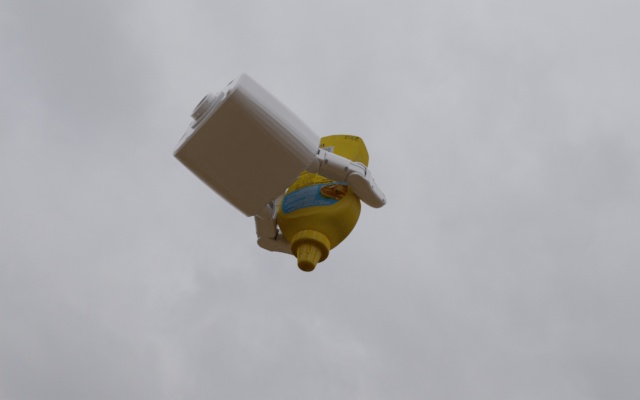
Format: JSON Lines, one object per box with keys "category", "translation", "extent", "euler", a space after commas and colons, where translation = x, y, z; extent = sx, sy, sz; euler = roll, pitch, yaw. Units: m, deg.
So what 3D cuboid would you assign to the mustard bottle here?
{"category": "mustard bottle", "translation": [0.000, 0.002, 0.546], "extent": [0.096, 0.058, 0.191], "euler": [-10, 39, 20]}
